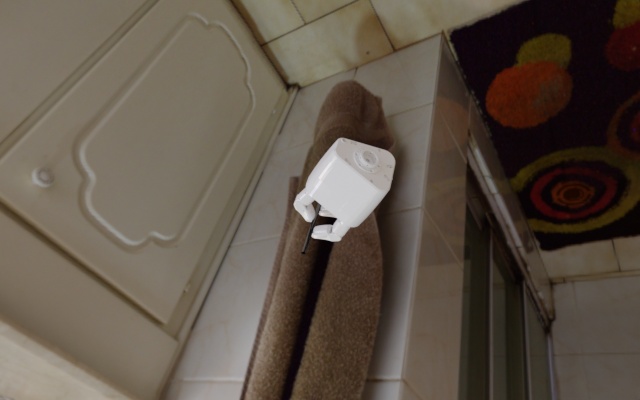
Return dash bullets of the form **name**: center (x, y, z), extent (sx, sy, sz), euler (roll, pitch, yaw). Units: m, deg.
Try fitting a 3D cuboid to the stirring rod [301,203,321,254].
- **stirring rod**: center (0.000, 0.003, 0.893), extent (0.011, 0.239, 0.011), euler (11, -41, 9)
